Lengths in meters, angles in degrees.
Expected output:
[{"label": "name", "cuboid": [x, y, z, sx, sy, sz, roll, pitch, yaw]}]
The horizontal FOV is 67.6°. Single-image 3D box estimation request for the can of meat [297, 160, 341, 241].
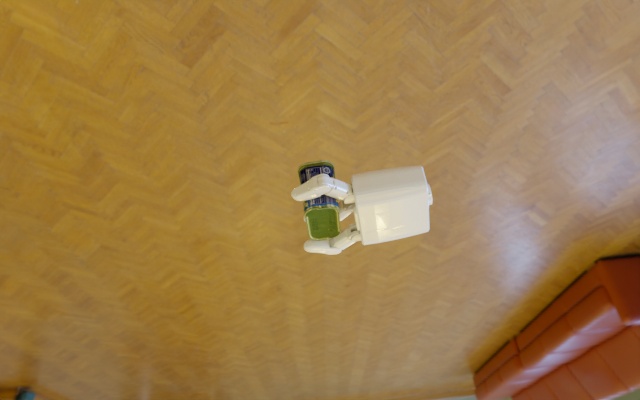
[{"label": "can of meat", "cuboid": [0.000, 0.003, 0.736, 0.057, 0.084, 0.102, -8, -33, 0]}]
